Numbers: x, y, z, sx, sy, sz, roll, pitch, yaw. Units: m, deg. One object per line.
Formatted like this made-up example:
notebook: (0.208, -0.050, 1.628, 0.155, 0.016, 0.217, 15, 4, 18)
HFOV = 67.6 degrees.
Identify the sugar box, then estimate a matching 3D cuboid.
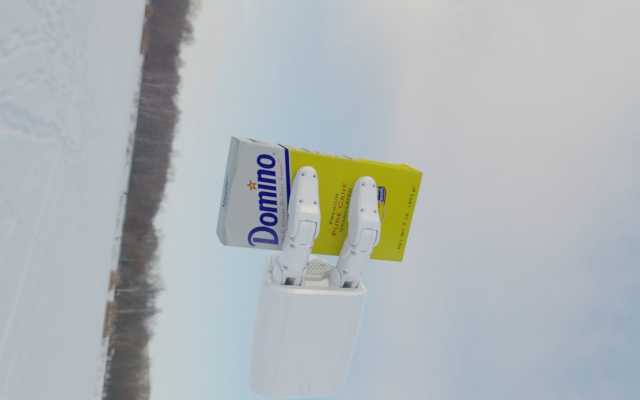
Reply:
sugar box: (0.000, 0.002, 0.439, 0.176, 0.093, 0.048, 6, 11, -22)
